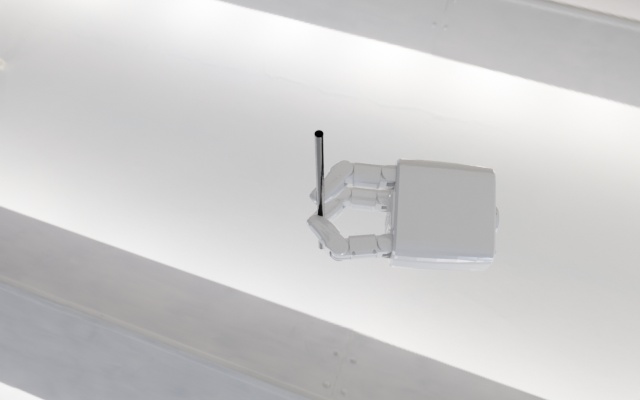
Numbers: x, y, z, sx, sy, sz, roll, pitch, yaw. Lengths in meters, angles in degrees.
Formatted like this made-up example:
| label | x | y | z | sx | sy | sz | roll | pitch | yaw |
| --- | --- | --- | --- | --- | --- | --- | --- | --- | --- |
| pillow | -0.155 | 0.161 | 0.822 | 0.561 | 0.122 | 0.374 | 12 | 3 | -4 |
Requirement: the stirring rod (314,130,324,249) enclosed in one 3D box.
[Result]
| label | x | y | z | sx | sy | sz | roll | pitch | yaw |
| --- | --- | --- | --- | --- | --- | --- | --- | --- | --- |
| stirring rod | 0.000 | 0.002 | 0.503 | 0.011 | 0.011 | 0.240 | 0 | -28 | 1 |
